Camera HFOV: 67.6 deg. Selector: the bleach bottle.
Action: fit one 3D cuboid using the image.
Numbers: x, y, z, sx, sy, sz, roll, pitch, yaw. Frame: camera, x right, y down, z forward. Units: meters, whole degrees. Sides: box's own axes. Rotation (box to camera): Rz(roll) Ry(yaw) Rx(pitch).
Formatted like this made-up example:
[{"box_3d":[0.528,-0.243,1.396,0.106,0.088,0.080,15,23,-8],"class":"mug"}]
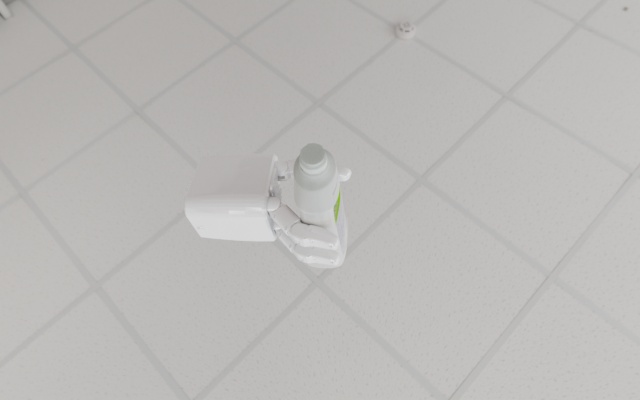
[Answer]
[{"box_3d":[0.000,0.002,0.631,0.068,0.102,0.251,1,-29,5],"class":"bleach bottle"}]
